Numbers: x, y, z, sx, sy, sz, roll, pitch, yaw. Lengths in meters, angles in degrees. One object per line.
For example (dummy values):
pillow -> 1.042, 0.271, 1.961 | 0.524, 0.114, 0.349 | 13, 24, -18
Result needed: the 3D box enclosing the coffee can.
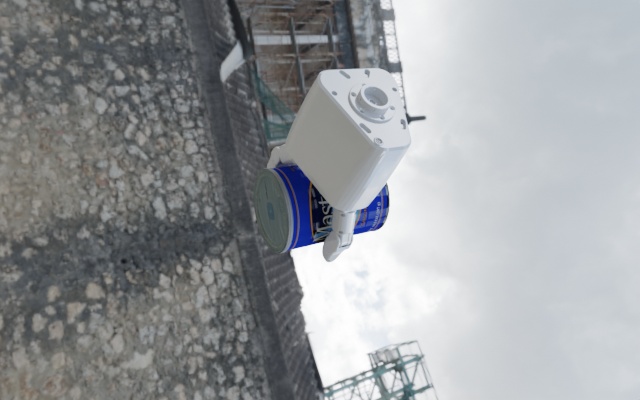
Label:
coffee can -> 0.000, 0.002, 0.598 | 0.140, 0.103, 0.103 | -10, 5, -28
